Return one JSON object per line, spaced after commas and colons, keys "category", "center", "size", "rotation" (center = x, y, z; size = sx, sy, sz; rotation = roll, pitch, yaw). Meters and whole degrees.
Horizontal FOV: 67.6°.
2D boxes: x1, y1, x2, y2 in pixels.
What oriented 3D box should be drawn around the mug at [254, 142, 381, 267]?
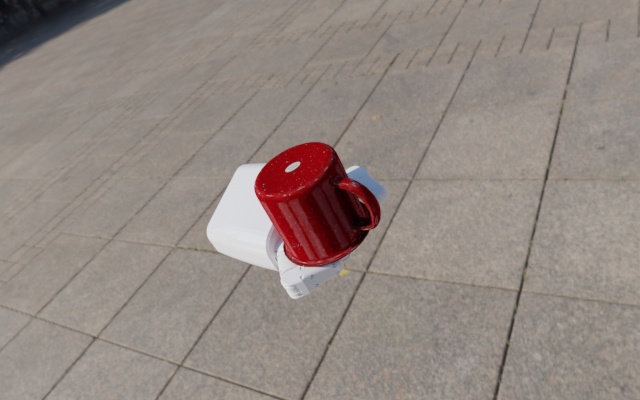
{"category": "mug", "center": [0.001, 0.001, 0.433], "size": [0.117, 0.081, 0.093], "rotation": [6, 46, 40]}
